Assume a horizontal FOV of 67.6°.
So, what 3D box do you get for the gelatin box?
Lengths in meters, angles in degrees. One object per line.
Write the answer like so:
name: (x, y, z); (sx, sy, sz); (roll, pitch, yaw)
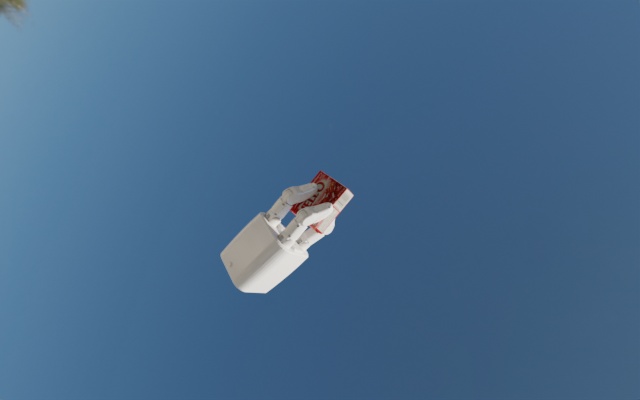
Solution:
gelatin box: (0.001, 0.003, 0.814); (0.073, 0.089, 0.030); (36, -5, 41)
